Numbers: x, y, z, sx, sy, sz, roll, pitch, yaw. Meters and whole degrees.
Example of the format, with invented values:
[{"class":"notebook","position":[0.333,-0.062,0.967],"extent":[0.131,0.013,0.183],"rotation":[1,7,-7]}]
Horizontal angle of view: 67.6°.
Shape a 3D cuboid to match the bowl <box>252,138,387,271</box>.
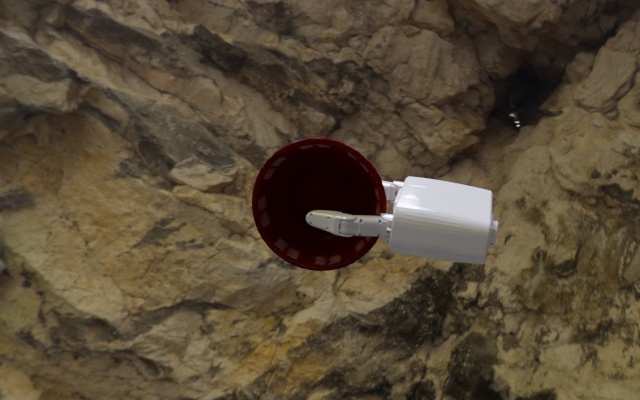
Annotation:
[{"class":"bowl","position":[-0.001,0.001,0.588],"extent":[0.162,0.162,0.055],"rotation":[0,13,7]}]
